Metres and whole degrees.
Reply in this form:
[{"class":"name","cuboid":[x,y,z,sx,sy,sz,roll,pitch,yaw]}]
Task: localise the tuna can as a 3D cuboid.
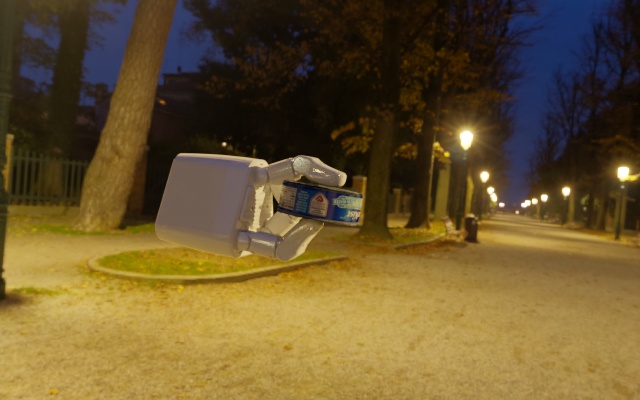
[{"class":"tuna can","cuboid":[0.000,0.001,0.492,0.086,0.034,0.086,10,3,0]}]
